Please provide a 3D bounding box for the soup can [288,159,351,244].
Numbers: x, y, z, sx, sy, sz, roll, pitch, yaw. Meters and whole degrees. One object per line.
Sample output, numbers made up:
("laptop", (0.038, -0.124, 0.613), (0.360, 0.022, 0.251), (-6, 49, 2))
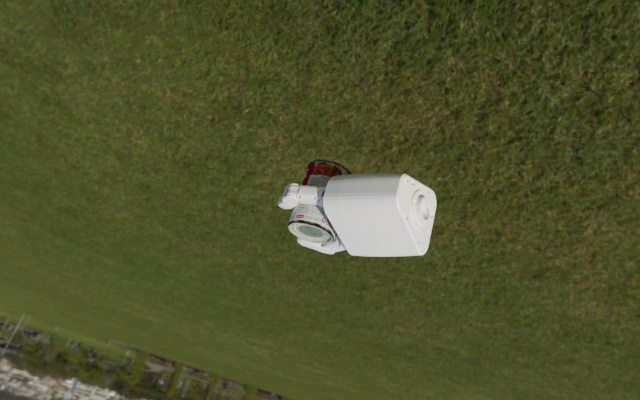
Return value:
("soup can", (0.000, 0.002, 0.679), (0.068, 0.102, 0.068), (14, -25, 7))
